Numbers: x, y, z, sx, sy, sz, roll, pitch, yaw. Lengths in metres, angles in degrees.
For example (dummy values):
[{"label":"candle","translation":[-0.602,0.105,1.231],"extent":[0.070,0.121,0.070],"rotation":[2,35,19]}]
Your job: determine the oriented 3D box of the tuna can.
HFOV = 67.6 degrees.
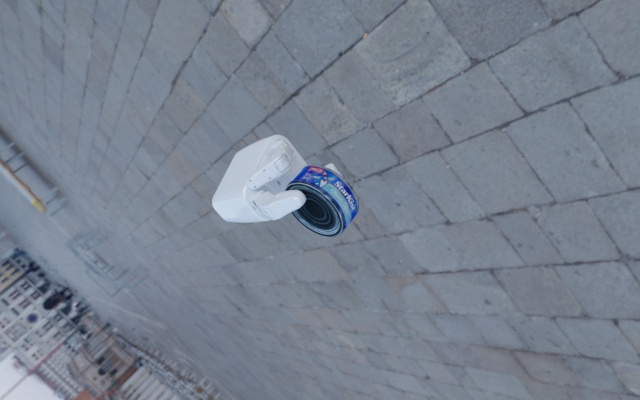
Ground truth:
[{"label":"tuna can","translation":[0.000,0.002,0.558],"extent":[0.086,0.086,0.033],"rotation":[0,39,46]}]
